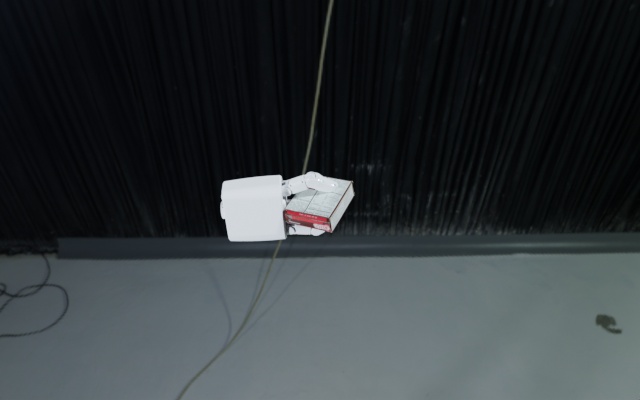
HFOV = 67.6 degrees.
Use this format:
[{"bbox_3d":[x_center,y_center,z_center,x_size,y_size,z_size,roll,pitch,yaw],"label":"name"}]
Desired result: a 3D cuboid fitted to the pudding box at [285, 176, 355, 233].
[{"bbox_3d":[0.000,0.003,0.865,0.090,0.039,0.113,12,45,22],"label":"pudding box"}]
